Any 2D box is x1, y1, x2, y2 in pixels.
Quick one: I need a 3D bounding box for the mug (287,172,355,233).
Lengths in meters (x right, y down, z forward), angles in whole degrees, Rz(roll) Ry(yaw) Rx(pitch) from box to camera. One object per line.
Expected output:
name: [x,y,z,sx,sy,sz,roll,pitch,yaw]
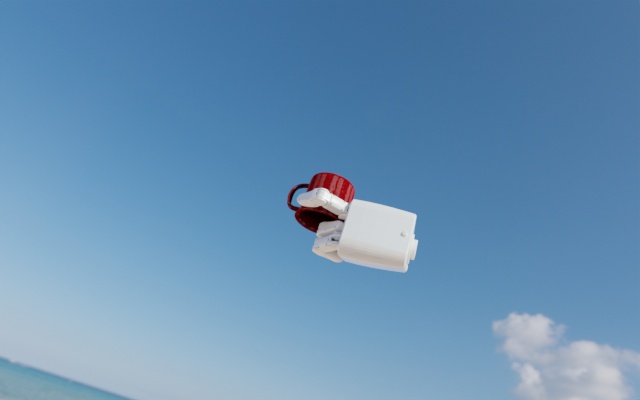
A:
mug: [-0.001,0.002,0.830,0.117,0.081,0.093,12,-28,14]
